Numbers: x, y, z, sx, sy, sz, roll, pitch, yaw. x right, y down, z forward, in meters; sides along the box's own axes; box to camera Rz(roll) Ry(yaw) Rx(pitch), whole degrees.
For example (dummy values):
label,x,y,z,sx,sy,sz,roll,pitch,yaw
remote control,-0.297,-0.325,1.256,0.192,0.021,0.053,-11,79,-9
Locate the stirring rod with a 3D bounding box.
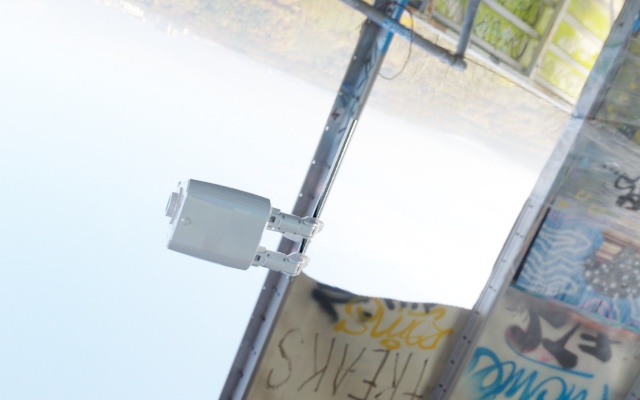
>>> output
label,x,y,z,sx,sy,sz,roll,pitch,yaw
stirring rod,0.000,0.002,0.656,0.011,0.239,0.011,21,11,-4
